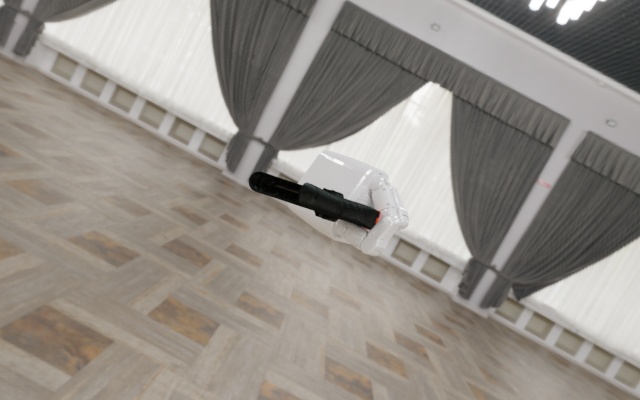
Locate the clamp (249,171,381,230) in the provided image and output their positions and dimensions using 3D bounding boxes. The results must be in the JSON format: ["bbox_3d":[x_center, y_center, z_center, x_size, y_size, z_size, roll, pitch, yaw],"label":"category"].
[{"bbox_3d":[0.000,0.001,0.570,0.120,0.039,0.171,24,1,44],"label":"clamp"}]
